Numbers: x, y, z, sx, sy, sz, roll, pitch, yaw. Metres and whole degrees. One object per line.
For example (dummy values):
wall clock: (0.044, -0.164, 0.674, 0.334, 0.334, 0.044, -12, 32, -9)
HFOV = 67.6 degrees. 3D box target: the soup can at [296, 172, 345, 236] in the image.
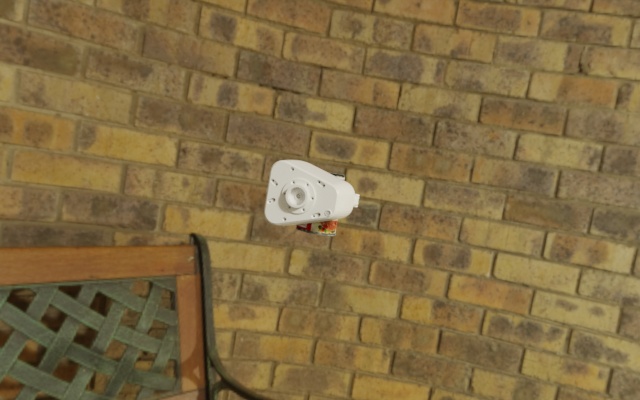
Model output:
soup can: (0.000, 0.002, 0.797, 0.068, 0.102, 0.068, 9, 3, -1)
